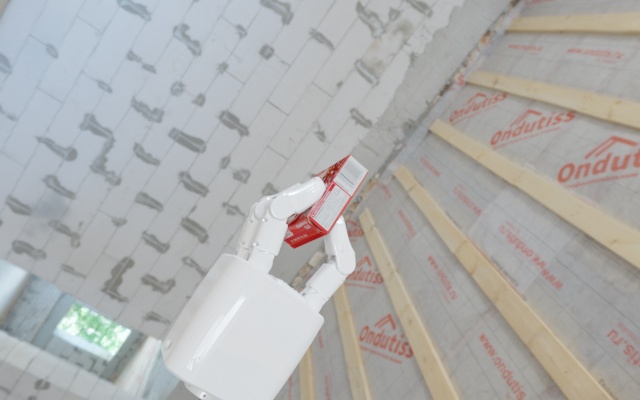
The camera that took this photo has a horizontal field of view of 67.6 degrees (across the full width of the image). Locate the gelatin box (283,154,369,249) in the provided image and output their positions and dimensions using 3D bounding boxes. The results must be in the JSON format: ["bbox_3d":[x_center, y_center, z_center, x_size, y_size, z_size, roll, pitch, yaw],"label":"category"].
[{"bbox_3d":[0.001,0.002,0.483,0.030,0.089,0.073,42,-30,-13],"label":"gelatin box"}]
